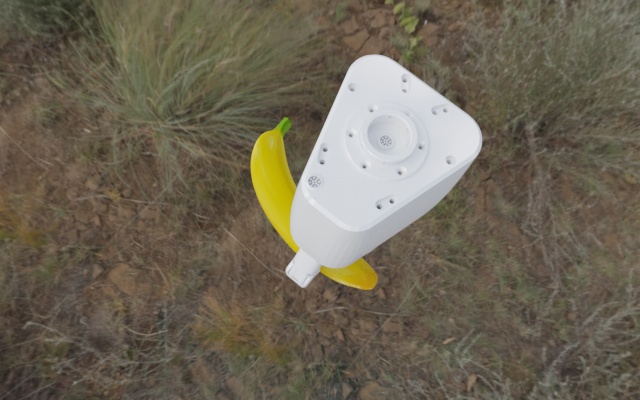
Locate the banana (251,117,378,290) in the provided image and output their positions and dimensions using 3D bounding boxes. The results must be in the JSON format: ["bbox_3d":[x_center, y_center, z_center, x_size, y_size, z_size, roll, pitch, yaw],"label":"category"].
[{"bbox_3d":[-0.018,0.006,0.457,0.069,0.197,0.037,-23,-16,-15],"label":"banana"}]
